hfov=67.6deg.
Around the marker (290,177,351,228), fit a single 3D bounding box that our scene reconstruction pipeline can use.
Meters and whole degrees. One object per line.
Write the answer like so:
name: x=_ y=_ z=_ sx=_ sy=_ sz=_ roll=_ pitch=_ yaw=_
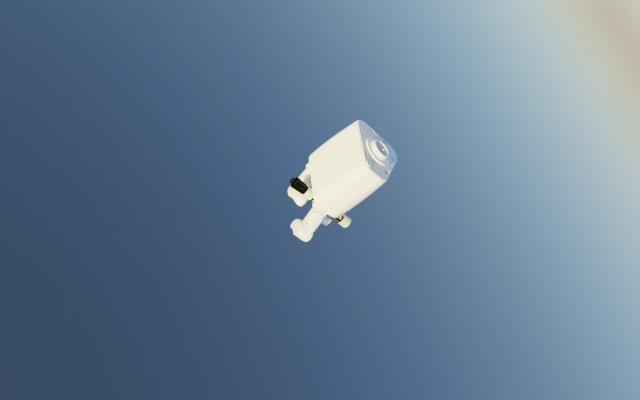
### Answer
marker: x=0.000 y=0.002 z=0.745 sx=0.121 sy=0.020 sz=0.020 roll=38 pitch=-17 yaw=-24
